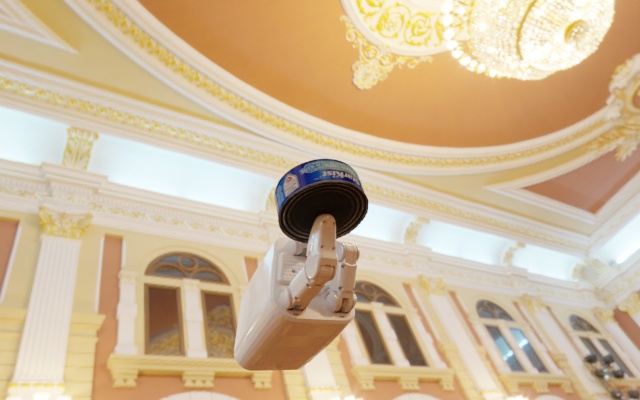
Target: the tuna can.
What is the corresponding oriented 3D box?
[{"bbox_3d":[0.000,0.001,0.451,0.086,0.033,0.086,-9,-41,-8],"label":"tuna can"}]
